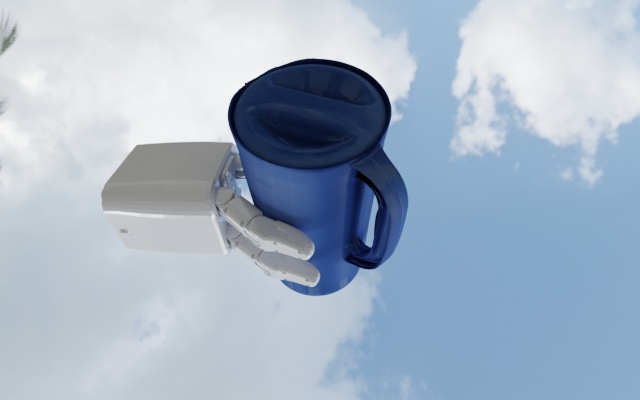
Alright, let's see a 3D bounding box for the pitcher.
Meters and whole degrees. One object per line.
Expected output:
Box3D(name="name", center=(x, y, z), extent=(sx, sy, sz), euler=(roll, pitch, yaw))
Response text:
Box3D(name="pitcher", center=(0.000, 0.001, 0.471), extent=(0.145, 0.149, 0.243), euler=(1, -38, 2))
